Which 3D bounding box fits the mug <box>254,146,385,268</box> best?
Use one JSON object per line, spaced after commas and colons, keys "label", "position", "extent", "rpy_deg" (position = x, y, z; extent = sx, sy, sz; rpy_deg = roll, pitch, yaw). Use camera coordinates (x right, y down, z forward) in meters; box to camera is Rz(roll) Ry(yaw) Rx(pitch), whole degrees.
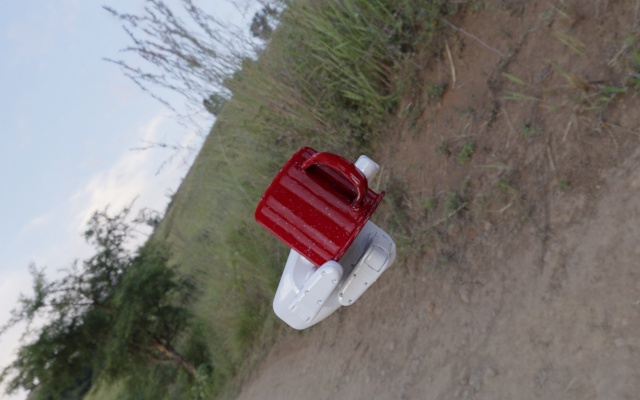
{"label": "mug", "position": [0.000, 0.001, 0.407], "extent": [0.081, 0.093, 0.117], "rpy_deg": [36, -33, 3]}
